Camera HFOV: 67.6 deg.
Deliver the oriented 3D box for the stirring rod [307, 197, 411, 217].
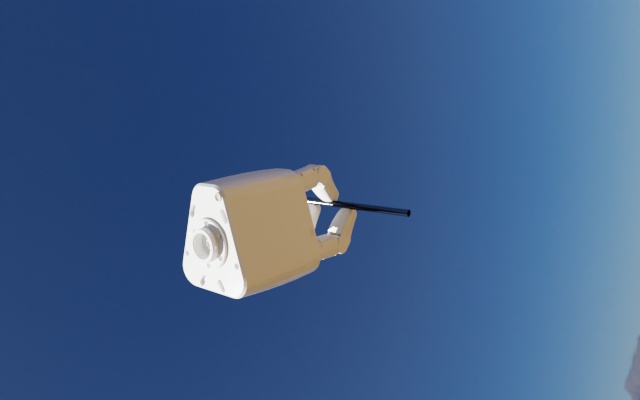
[{"bbox_3d":[0.000,0.002,0.585,0.239,0.011,0.011,7,4,37],"label":"stirring rod"}]
